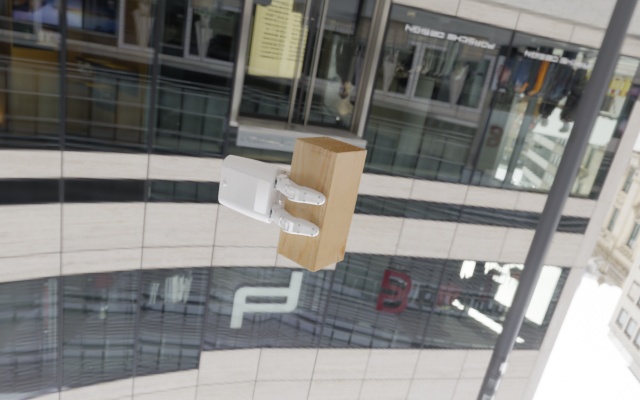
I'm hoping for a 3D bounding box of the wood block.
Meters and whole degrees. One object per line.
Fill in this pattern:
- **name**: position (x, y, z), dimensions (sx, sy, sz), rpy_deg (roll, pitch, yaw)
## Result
- **wood block**: position (0.000, 0.003, 0.818), dimensions (0.090, 0.206, 0.091), rpy_deg (23, 22, 32)
